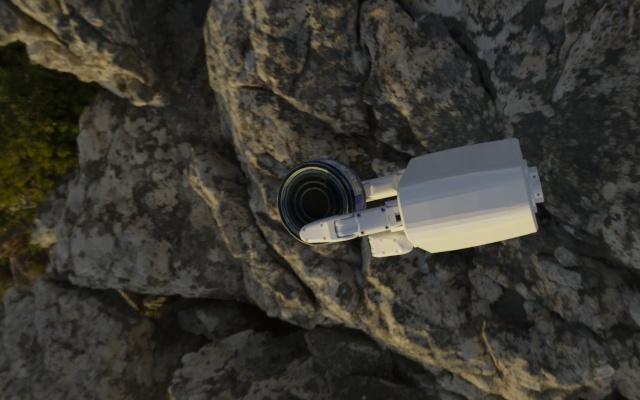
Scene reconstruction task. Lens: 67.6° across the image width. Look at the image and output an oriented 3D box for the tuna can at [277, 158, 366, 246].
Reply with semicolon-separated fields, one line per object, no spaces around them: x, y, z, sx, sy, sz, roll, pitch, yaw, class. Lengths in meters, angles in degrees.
0.000;0.002;0.477;0.086;0.086;0.033;0;9;25;tuna can
